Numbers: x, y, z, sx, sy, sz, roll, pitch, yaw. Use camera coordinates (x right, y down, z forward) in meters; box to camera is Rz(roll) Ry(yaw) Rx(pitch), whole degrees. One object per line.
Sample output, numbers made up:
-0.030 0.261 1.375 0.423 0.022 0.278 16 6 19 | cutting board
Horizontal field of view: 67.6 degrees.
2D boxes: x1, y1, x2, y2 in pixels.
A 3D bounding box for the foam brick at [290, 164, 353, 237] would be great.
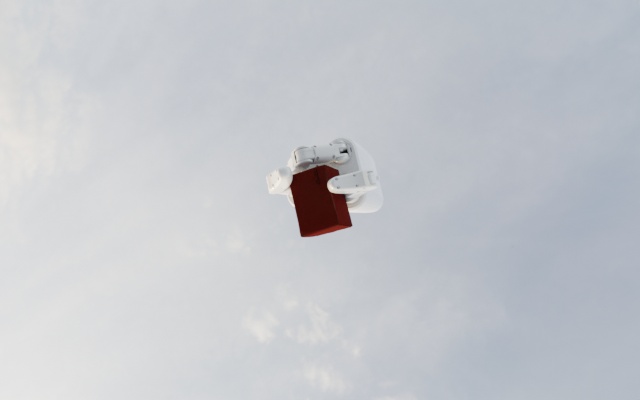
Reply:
0.000 0.002 0.586 0.053 0.078 0.051 -17 -11 20 | foam brick
